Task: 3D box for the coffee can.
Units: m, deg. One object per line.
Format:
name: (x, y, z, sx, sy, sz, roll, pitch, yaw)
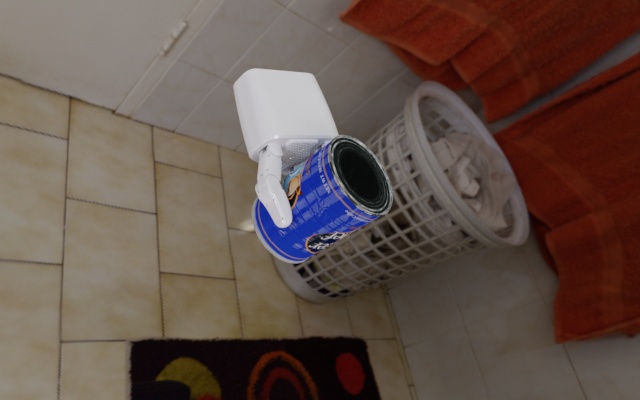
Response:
coffee can: (0.000, 0.002, 0.571, 0.140, 0.102, 0.103, -34, -21, 36)
